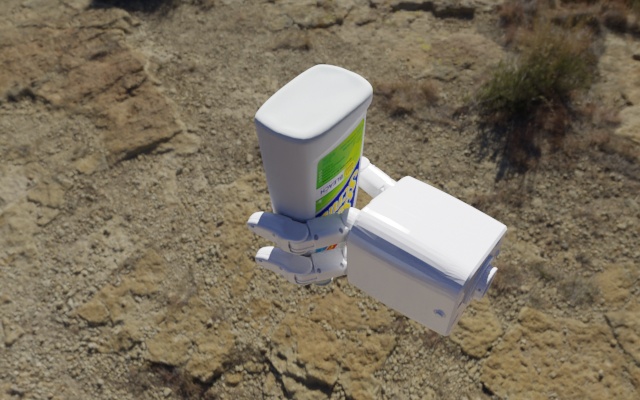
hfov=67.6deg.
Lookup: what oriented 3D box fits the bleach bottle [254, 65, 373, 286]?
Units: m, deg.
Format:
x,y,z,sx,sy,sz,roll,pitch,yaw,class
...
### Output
x,y,z,sx,sy,sz,roll,pitch,yaw,class
0.000,0.002,0.473,0.068,0.251,0.102,30,57,26,bleach bottle
